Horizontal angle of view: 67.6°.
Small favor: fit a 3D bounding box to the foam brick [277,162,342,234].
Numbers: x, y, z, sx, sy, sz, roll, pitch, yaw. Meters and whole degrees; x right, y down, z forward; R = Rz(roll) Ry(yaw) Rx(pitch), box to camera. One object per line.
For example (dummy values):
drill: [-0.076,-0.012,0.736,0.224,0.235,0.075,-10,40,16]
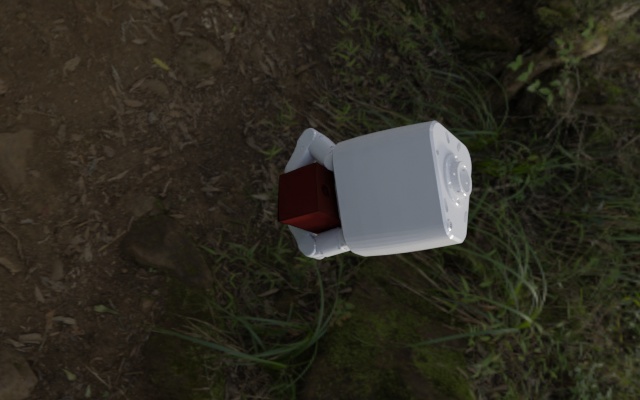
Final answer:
foam brick: [0.000,0.002,0.496,0.051,0.053,0.078,-17,-25,35]
